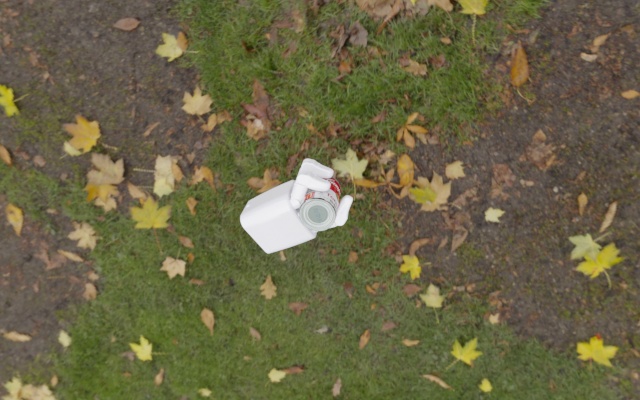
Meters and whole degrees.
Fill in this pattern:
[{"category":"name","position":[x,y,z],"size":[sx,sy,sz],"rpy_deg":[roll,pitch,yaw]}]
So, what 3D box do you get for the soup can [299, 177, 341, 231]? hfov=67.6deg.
[{"category":"soup can","position":[0.001,0.003,0.877],"size":[0.068,0.068,0.102],"rpy_deg":[0,27,8]}]
